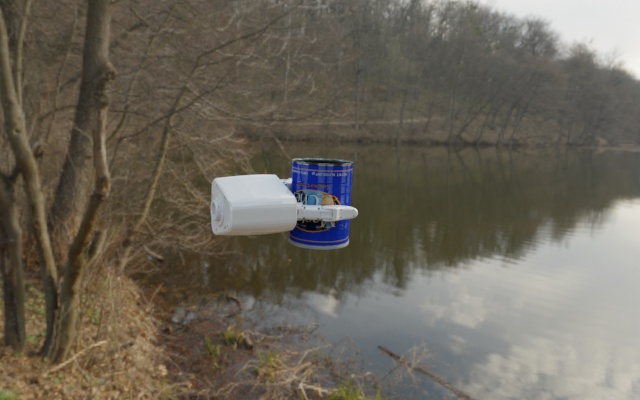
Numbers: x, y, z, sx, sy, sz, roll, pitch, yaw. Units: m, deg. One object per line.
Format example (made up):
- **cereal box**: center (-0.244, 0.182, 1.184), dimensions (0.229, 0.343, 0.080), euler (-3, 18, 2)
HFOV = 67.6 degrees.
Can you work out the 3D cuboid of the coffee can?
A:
- **coffee can**: center (0.000, 0.003, 0.806), dimensions (0.103, 0.140, 0.103), euler (3, 10, 0)
